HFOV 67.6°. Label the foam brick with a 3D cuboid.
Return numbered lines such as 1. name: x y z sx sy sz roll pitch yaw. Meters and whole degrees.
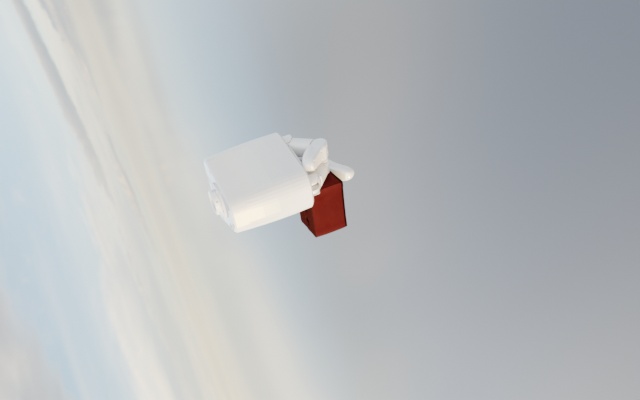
1. foam brick: 0.000 0.002 0.670 0.051 0.078 0.053 -22 36 -19
